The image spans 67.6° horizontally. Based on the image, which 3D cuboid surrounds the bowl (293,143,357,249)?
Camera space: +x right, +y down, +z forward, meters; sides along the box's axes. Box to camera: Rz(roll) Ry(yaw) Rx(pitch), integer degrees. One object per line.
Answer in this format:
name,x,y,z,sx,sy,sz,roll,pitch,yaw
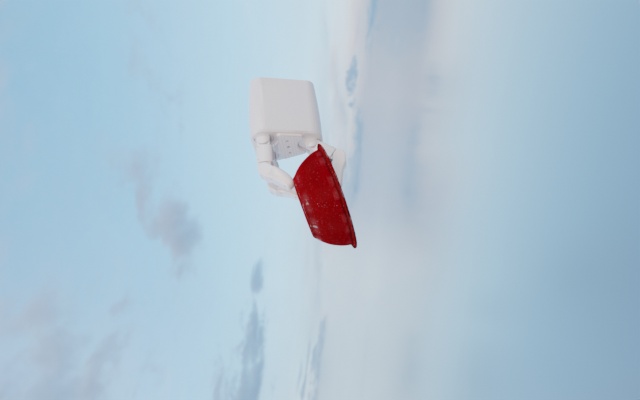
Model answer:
bowl,0.000,0.003,0.693,0.055,0.162,0.162,-20,1,-4
